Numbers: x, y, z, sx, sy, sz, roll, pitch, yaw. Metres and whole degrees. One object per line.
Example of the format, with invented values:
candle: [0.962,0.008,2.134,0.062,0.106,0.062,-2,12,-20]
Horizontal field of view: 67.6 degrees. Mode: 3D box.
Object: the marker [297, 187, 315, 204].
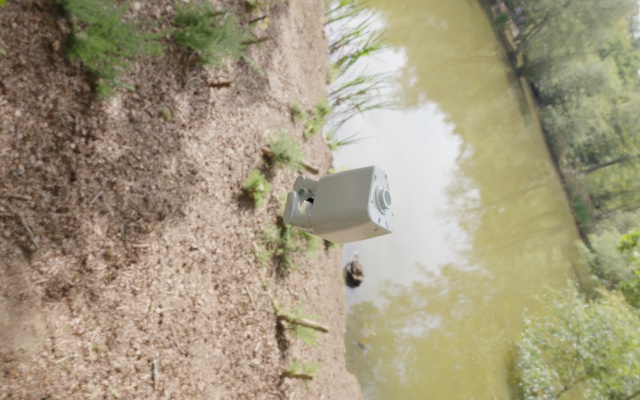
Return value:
marker: [0.000,0.003,0.858,0.020,0.020,0.121,0,-16,35]
